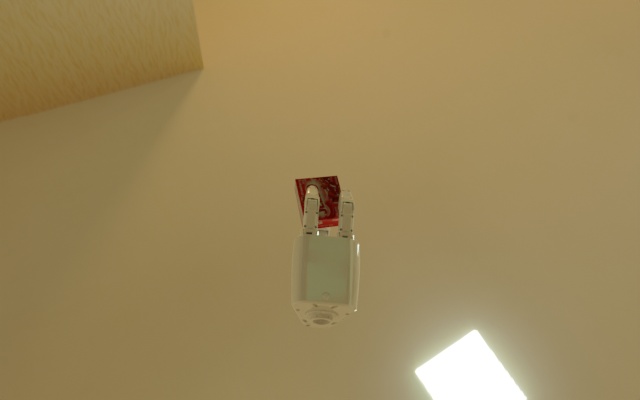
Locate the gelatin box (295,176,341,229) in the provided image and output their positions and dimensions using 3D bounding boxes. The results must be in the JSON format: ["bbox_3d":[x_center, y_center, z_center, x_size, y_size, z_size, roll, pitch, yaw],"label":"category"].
[{"bbox_3d":[0.000,0.003,0.787,0.073,0.089,0.030,-6,-36,-11],"label":"gelatin box"}]
